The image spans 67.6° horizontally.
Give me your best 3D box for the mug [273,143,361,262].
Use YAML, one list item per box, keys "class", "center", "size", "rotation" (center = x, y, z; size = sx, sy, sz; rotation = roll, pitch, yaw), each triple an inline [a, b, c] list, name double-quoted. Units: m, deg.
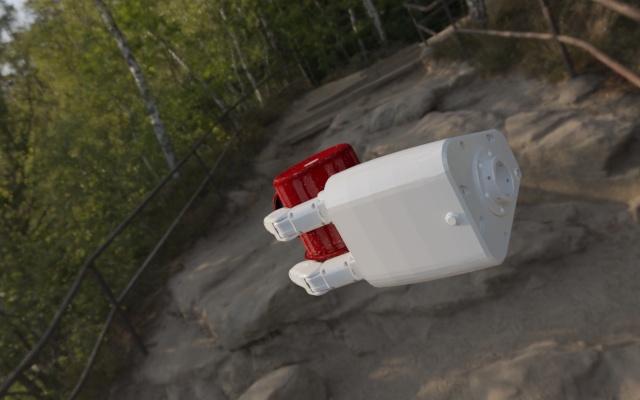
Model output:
- class: "mug"
  center: [-0.001, 0.002, 0.457]
  size: [0.117, 0.081, 0.093]
  rotation: [-18, 14, 42]
